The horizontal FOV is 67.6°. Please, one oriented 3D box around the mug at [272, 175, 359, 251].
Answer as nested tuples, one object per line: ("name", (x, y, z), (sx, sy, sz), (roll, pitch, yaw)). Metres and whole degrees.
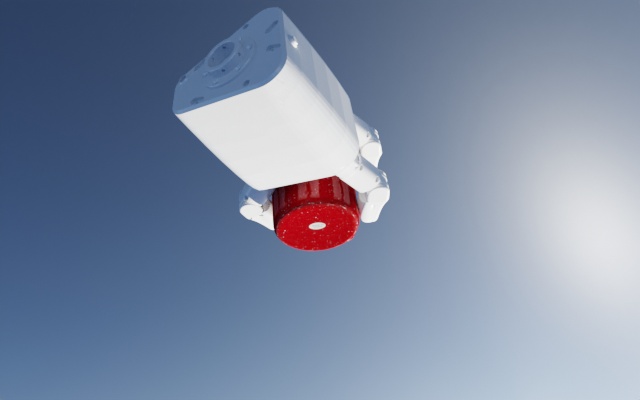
("mug", (0.001, 0.002, 0.477), (0.093, 0.081, 0.117), (-24, -43, 22))
